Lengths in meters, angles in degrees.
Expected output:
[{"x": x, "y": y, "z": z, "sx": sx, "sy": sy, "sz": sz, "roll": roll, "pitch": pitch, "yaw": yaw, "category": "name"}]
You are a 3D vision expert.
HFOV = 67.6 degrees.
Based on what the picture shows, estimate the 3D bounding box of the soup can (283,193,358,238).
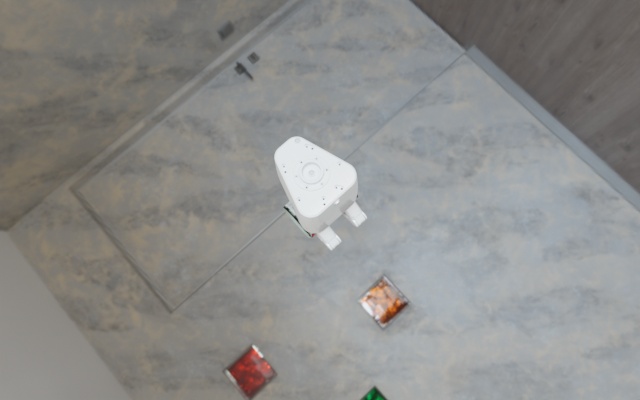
[{"x": 0.000, "y": 0.003, "z": 0.758, "sx": 0.102, "sy": 0.068, "sz": 0.068, "roll": -42, "pitch": 6, "yaw": -7, "category": "soup can"}]
